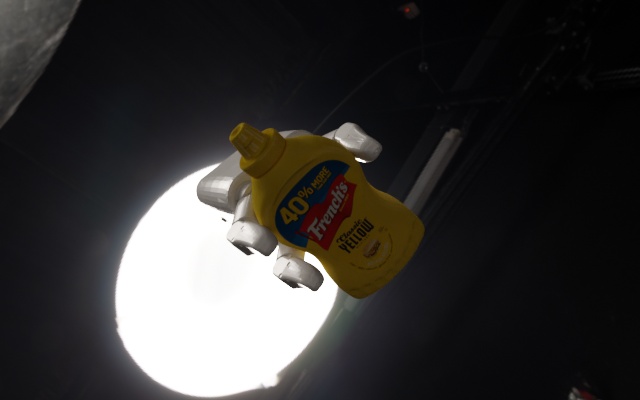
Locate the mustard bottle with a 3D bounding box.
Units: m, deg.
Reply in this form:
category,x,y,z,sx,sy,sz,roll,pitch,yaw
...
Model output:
category,x,y,z,sx,sy,sz,roll,pitch,yaw
mustard bottle,0.000,0.002,0.407,0.192,0.096,0.058,40,6,-29
